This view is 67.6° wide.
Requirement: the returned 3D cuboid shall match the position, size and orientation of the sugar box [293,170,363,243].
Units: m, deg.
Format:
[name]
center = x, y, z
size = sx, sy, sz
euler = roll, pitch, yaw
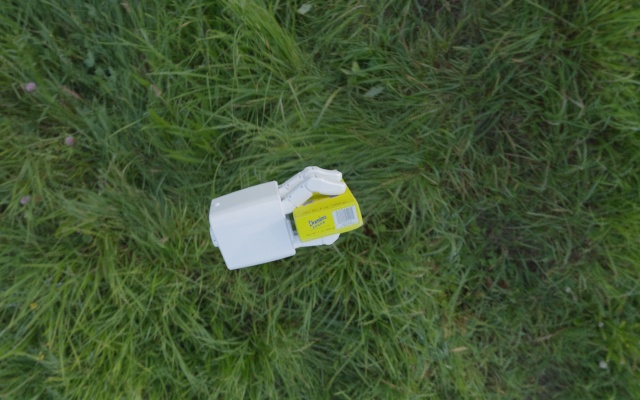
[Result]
[sugar box]
center = 0.000, 0.002, 0.744
size = 0.093, 0.048, 0.176
euler = -15, 22, -4
